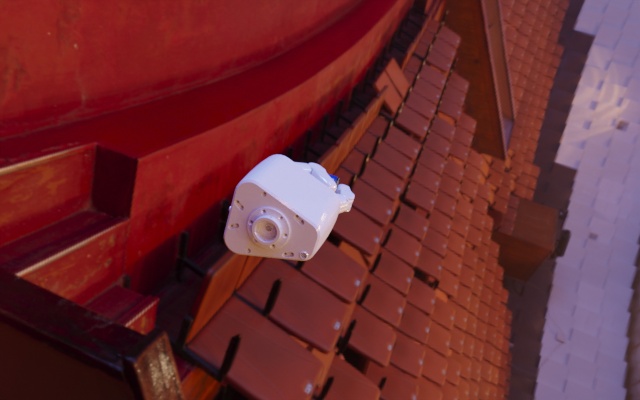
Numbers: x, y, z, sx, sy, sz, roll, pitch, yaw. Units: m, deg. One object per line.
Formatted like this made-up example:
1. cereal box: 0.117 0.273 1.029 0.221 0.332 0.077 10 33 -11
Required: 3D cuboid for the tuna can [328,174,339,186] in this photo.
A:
1. tuna can: 0.001 0.002 0.694 0.034 0.086 0.086 17 1 4
